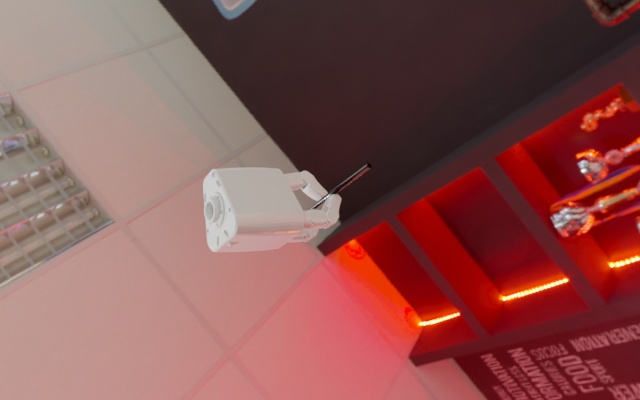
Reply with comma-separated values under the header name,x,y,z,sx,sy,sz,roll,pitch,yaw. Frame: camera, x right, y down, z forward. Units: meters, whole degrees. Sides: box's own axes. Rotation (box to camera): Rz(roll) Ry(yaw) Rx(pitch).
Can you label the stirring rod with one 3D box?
name,x,y,z,sx,sy,sz,roll,pitch,yaw
stirring rod,0.000,0.002,0.748,0.011,0.011,0.240,0,-25,-38
